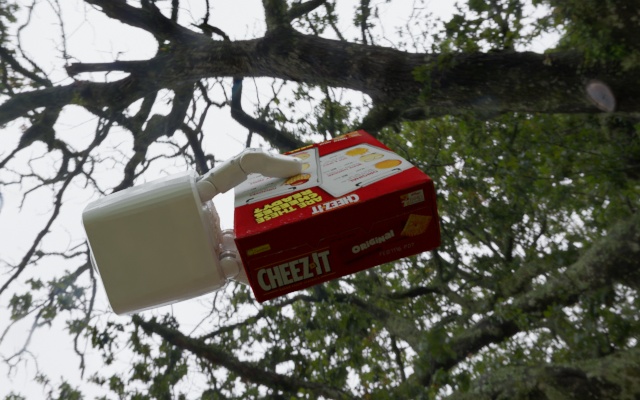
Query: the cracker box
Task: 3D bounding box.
[{"bbox_3d":[0.000,0.001,0.476,0.164,0.072,0.213,-17,21,-4],"label":"cracker box"}]
